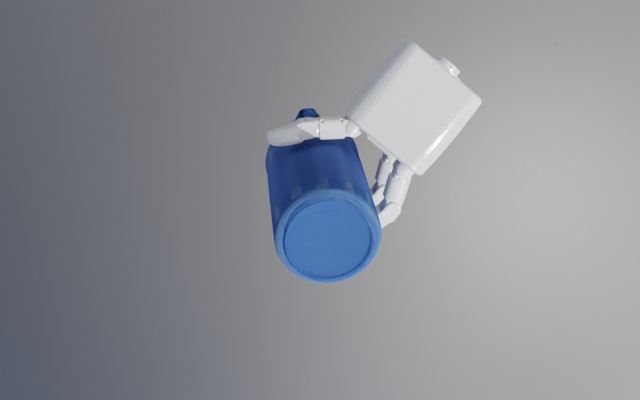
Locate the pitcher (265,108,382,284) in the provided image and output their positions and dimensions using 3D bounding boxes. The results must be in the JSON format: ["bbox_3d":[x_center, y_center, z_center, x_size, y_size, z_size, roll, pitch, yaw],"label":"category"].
[{"bbox_3d":[0.000,0.002,0.579,0.149,0.145,0.242,37,16,-19],"label":"pitcher"}]
